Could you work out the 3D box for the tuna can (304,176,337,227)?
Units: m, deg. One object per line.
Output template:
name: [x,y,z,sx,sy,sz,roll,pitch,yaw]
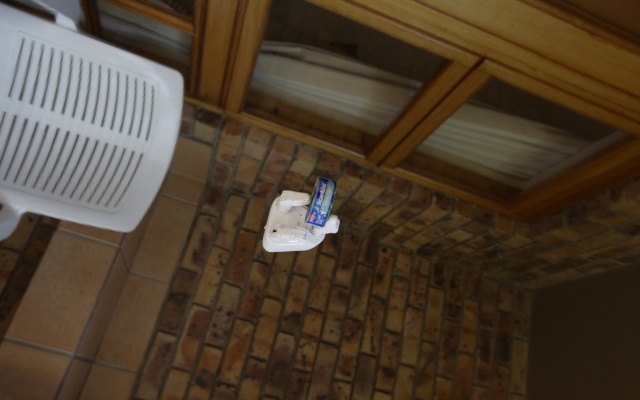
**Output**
tuna can: [0.001,0.003,0.832,0.034,0.086,0.086,17,-2,-5]
